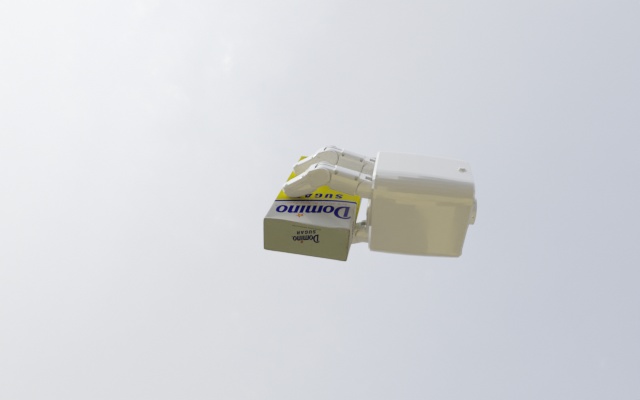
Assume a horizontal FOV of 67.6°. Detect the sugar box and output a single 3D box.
[{"bbox_3d":[0.000,0.001,0.566,0.093,0.048,0.176,7,26,7],"label":"sugar box"}]
